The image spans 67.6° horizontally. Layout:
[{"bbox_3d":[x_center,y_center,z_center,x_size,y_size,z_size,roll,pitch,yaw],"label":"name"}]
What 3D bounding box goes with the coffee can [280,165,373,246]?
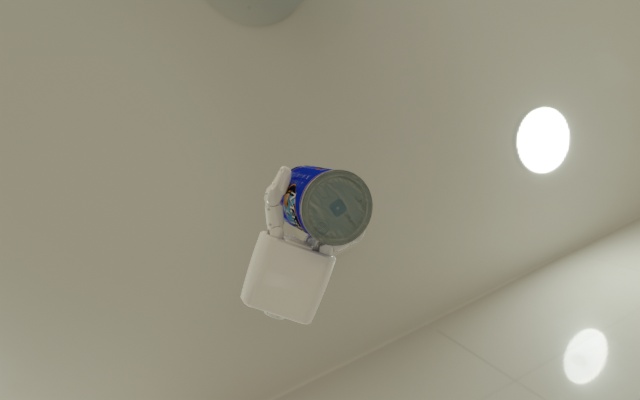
[{"bbox_3d":[0.000,0.002,0.700,0.103,0.103,0.140,0,7,-20],"label":"coffee can"}]
